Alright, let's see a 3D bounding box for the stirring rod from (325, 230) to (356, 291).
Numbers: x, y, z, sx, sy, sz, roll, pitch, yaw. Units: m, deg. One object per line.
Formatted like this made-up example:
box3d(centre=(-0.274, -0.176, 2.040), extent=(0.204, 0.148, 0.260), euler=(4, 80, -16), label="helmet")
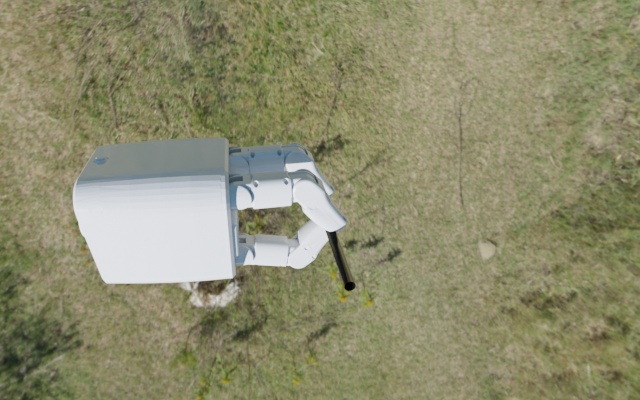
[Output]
box3d(centre=(0.000, 0.001, 0.429), extent=(0.011, 0.011, 0.239), euler=(0, 28, -11), label="stirring rod")
